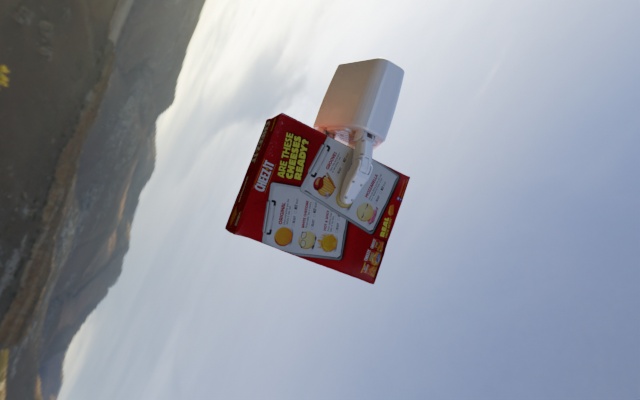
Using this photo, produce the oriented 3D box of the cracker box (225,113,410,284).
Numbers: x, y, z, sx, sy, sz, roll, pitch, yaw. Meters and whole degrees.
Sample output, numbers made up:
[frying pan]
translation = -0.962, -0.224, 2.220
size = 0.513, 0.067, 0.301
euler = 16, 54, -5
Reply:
[cracker box]
translation = 0.000, 0.002, 0.655
size = 0.214, 0.164, 0.072
euler = 23, -8, -23
